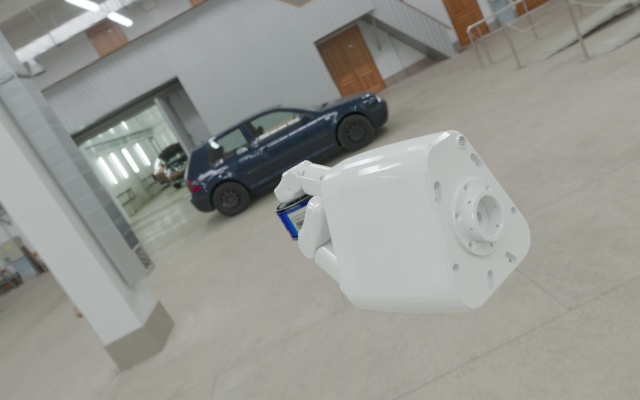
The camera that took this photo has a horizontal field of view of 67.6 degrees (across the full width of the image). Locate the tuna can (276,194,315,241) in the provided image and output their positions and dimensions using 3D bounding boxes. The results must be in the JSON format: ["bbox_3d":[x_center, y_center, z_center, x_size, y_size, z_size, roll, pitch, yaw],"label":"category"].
[{"bbox_3d":[0.000,0.001,0.462,0.086,0.034,0.086,-31,9,5],"label":"tuna can"}]
